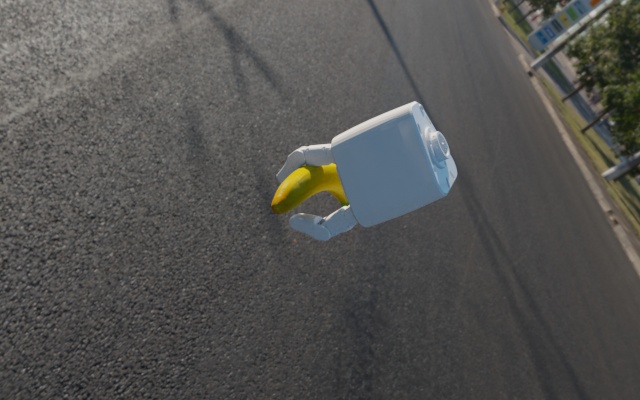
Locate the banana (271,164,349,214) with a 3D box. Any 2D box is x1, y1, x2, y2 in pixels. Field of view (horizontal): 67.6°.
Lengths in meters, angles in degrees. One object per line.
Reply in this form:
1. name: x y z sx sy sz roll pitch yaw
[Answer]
1. banana: 0.001 -0.016 0.617 0.037 0.069 0.198 -6 -5 30
